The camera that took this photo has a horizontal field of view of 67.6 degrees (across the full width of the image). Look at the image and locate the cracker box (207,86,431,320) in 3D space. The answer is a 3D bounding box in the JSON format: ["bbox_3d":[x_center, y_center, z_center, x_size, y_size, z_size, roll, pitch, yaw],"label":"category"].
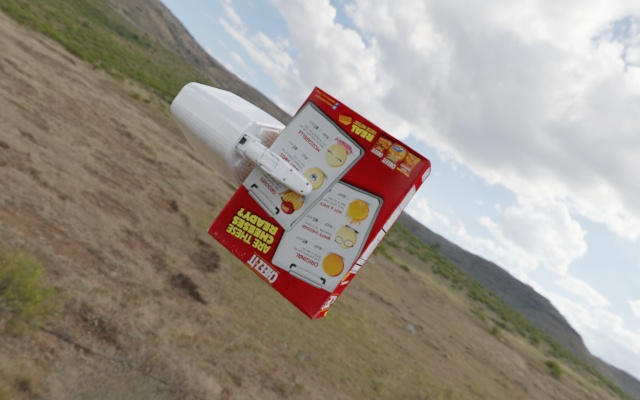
[{"bbox_3d":[0.000,0.002,0.558,0.164,0.213,0.072,36,0,18],"label":"cracker box"}]
